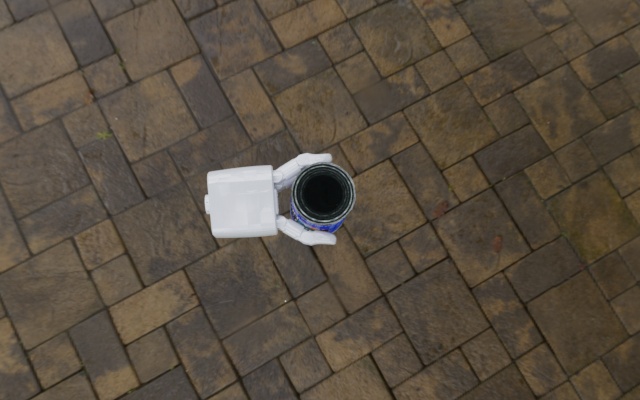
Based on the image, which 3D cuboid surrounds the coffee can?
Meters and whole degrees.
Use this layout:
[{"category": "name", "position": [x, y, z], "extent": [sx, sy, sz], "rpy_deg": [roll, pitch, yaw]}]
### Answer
[{"category": "coffee can", "position": [0.000, 0.003, 0.815], "extent": [0.103, 0.102, 0.140], "rpy_deg": [0, -12, -4]}]
